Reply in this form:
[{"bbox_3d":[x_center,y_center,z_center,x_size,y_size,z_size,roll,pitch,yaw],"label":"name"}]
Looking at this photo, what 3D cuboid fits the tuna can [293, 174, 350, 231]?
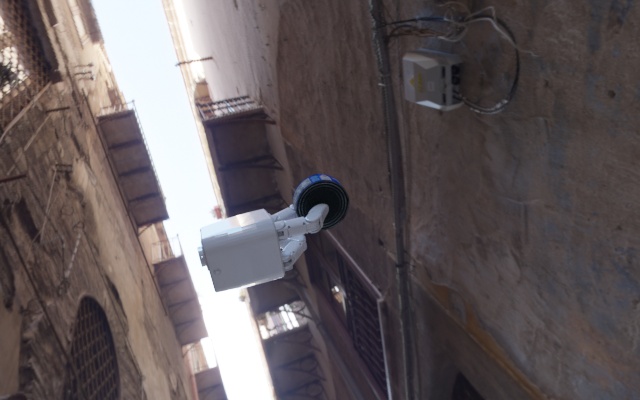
[{"bbox_3d":[0.000,0.002,0.754,0.086,0.086,0.033,0,24,-16],"label":"tuna can"}]
